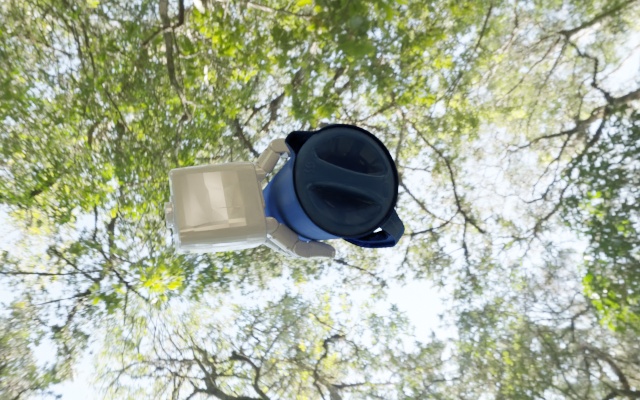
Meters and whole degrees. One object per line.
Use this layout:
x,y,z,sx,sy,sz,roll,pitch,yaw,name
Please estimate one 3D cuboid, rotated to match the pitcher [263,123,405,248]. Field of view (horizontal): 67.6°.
0.000,0.002,0.648,0.145,0.149,0.243,-6,-7,-20,pitcher
